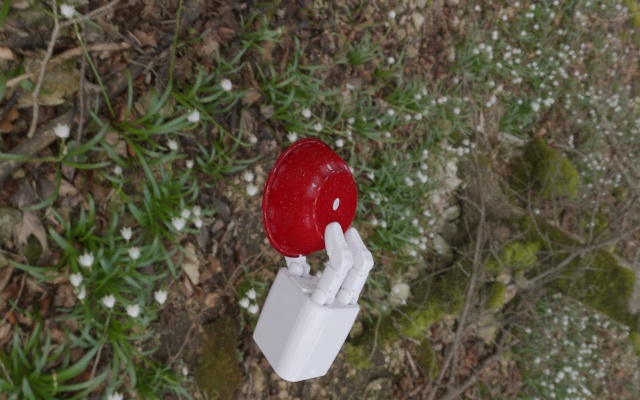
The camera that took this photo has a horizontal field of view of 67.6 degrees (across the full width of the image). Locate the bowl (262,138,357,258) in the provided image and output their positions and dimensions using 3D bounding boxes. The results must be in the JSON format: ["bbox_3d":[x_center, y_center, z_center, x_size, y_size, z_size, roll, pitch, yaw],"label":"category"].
[{"bbox_3d":[0.001,0.001,0.615,0.055,0.162,0.162,12,7,37],"label":"bowl"}]
